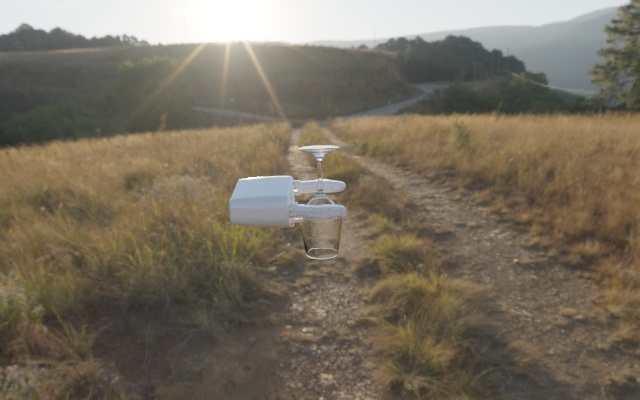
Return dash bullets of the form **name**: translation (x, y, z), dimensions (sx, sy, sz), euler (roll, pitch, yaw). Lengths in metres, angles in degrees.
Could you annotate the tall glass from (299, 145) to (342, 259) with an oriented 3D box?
- **tall glass**: translation (0.000, 0.002, 0.877), dimensions (0.079, 0.201, 0.079), euler (-2, 13, 0)
